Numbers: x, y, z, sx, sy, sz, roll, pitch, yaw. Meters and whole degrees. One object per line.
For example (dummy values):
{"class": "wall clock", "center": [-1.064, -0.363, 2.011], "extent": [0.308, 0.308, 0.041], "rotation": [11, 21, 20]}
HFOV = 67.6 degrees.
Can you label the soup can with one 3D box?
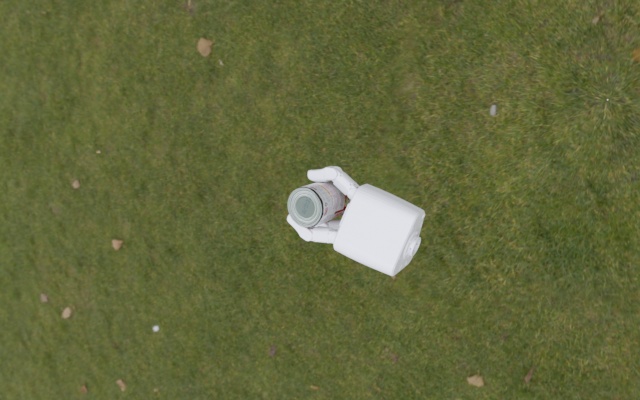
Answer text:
{"class": "soup can", "center": [0.000, 0.002, 0.794], "extent": [0.068, 0.068, 0.102], "rotation": [0, 10, 31]}
